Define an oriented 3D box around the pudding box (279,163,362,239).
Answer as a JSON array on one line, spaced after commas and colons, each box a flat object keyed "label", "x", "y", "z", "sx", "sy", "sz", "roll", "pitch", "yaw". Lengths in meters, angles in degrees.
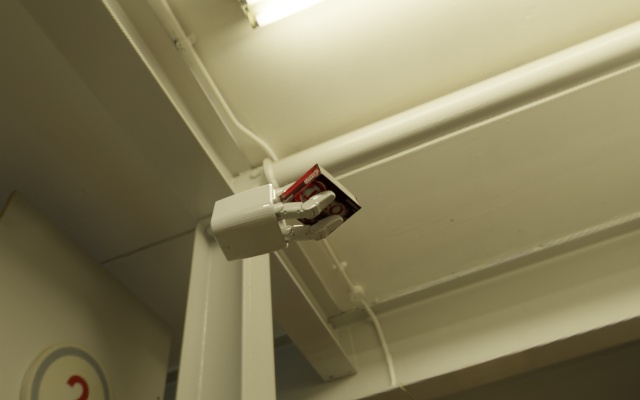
[{"label": "pudding box", "x": 0.000, "y": 0.003, "z": 0.810, "sx": 0.090, "sy": 0.039, "sz": 0.113, "roll": -40, "pitch": -51, "yaw": 16}]
